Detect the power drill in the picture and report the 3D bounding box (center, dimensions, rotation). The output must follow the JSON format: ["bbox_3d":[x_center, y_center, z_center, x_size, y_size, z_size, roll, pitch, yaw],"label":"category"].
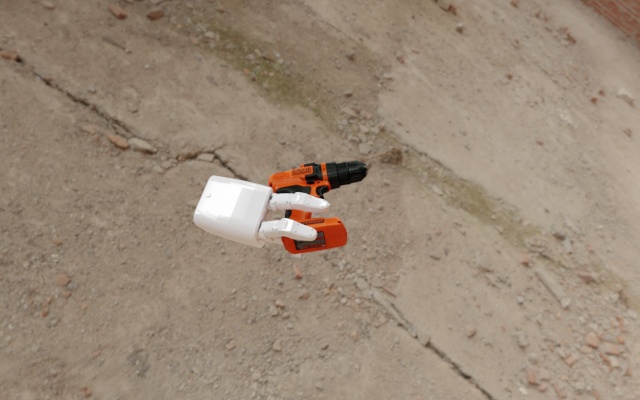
[{"bbox_3d":[0.000,0.003,0.828,0.184,0.057,0.187,-11,38,4],"label":"power drill"}]
